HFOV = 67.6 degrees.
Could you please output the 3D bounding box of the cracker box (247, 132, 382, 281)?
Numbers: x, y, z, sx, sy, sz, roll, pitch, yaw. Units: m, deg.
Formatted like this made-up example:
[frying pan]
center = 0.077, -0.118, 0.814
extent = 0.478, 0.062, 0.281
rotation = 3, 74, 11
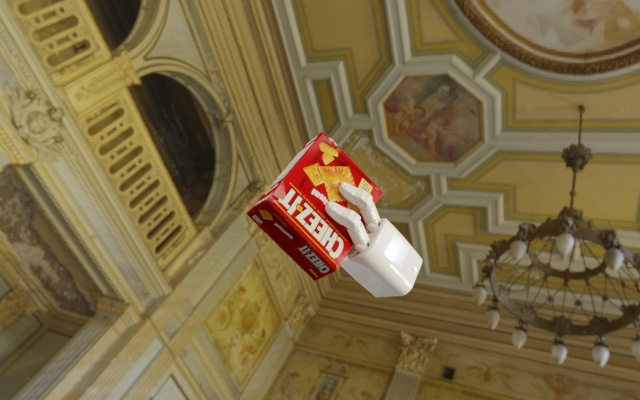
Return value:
[cracker box]
center = 0.000, 0.003, 0.825
extent = 0.072, 0.164, 0.213
rotation = -33, 16, 45
